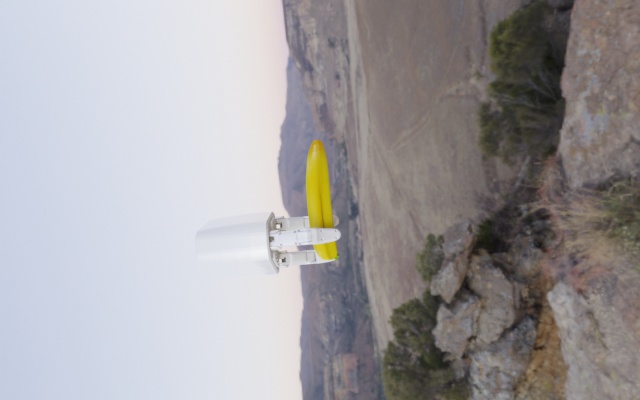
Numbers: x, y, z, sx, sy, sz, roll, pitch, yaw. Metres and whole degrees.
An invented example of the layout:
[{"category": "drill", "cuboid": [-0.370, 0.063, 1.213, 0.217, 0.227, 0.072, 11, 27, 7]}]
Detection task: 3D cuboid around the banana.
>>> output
[{"category": "banana", "cuboid": [0.000, 0.011, 0.716, 0.037, 0.198, 0.069, -6, 17, 3]}]
